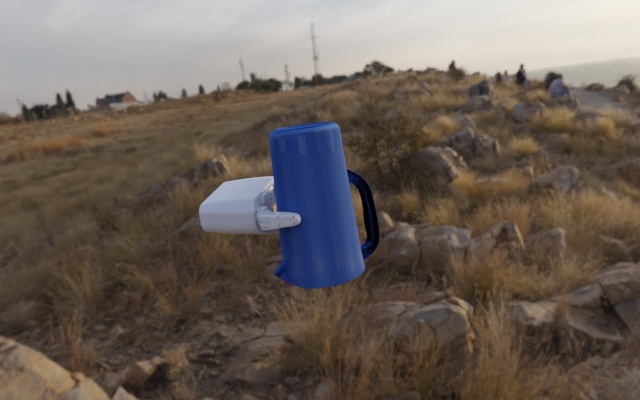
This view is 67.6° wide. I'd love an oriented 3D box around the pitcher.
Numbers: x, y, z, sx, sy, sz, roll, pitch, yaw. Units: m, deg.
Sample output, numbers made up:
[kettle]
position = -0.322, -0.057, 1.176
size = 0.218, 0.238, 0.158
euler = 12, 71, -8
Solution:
[pitcher]
position = 0.000, 0.002, 0.751
size = 0.145, 0.243, 0.149
euler = -3, 13, 22
